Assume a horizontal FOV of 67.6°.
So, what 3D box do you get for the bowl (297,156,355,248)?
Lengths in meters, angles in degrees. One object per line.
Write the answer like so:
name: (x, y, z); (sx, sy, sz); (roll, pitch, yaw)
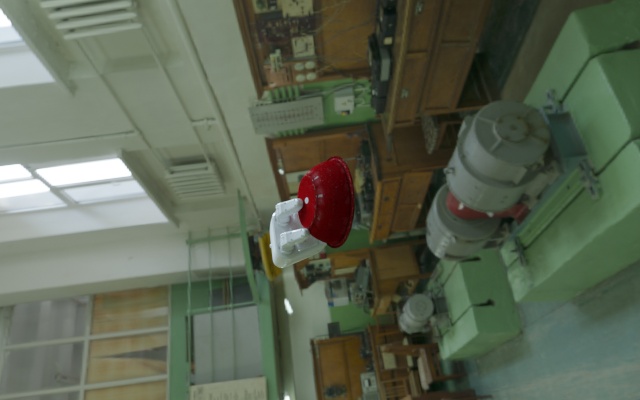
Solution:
bowl: (0.000, 0.002, 0.823); (0.055, 0.162, 0.162); (1, 0, -23)
